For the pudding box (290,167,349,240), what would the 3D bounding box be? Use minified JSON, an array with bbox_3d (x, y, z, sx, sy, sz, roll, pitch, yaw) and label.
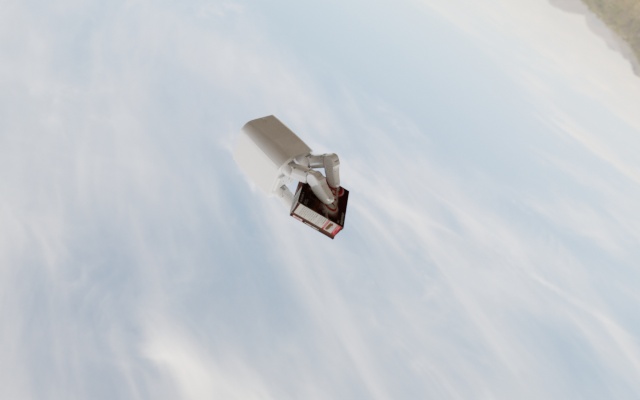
[{"bbox_3d":[0.000,0.003,0.822,0.090,0.039,0.113,29,37,-12],"label":"pudding box"}]
